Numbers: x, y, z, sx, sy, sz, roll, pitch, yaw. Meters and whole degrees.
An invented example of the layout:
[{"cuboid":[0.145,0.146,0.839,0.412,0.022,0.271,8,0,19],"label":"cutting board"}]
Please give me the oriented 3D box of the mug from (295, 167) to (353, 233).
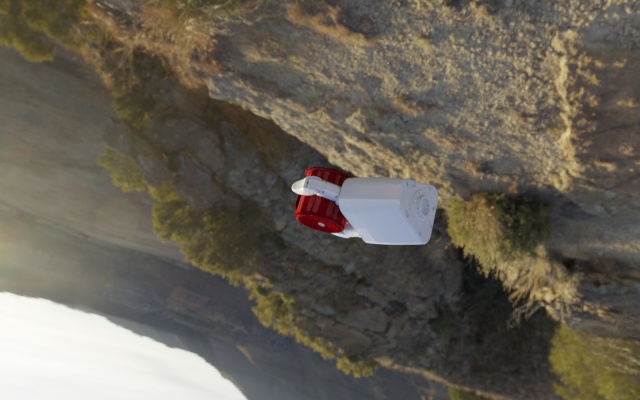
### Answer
[{"cuboid":[-0.001,0.003,0.782,0.117,0.081,0.093,-2,-26,44],"label":"mug"}]
